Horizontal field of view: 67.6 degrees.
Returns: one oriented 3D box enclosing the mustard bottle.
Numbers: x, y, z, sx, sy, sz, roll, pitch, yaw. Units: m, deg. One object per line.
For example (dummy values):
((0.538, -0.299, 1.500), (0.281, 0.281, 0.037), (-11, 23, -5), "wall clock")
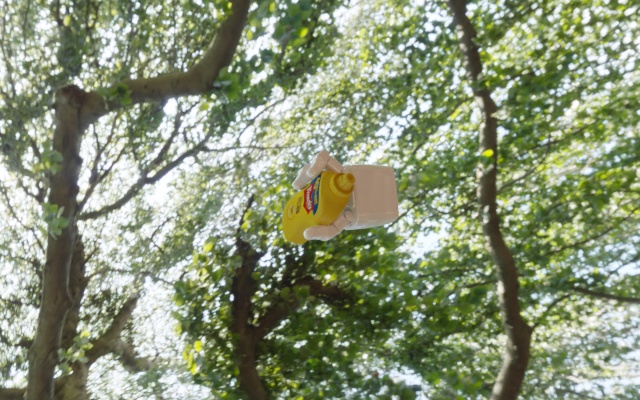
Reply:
((0.000, 0.003, 0.831), (0.058, 0.096, 0.192), (22, -34, -24), "mustard bottle")
